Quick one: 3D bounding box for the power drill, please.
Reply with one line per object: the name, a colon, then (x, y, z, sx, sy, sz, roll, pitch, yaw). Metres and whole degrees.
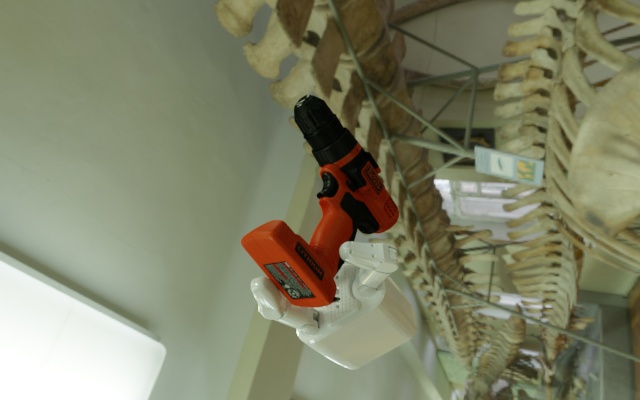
power drill: (0.000, 0.002, 0.502, 0.057, 0.184, 0.187, -17, 27, 46)
